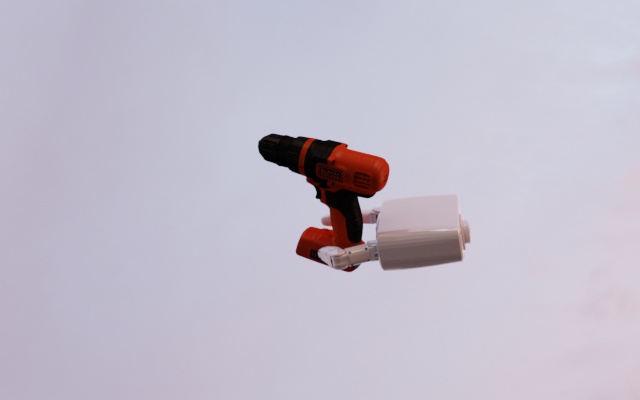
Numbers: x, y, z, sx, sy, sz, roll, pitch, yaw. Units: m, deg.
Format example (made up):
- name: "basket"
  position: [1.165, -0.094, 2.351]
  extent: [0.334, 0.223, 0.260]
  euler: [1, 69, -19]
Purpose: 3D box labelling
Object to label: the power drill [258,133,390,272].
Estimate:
- name: "power drill"
  position: [0.000, 0.003, 0.661]
  extent: [0.184, 0.188, 0.057]
  euler: [17, 42, 23]
